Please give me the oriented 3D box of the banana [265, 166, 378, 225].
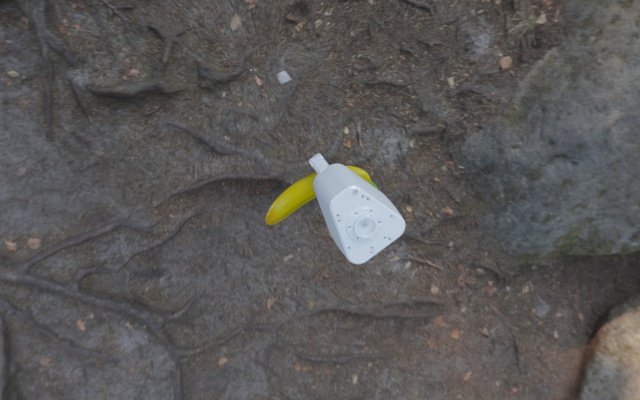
[{"bbox_3d":[-0.001,-0.015,0.778,0.198,0.070,0.037,-17,25,-7],"label":"banana"}]
